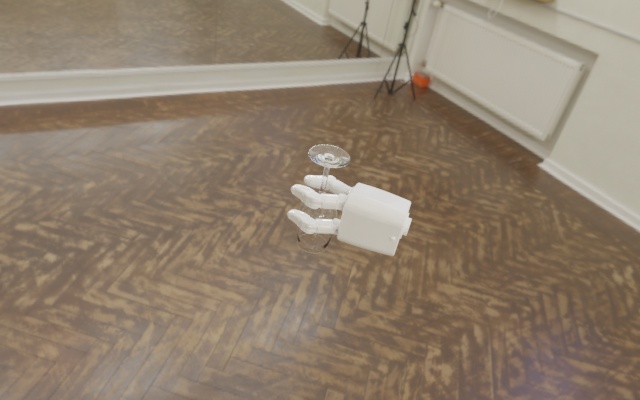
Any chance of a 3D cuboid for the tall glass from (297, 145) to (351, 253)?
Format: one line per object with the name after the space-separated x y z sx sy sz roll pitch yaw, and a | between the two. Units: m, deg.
0.000 0.002 0.877 0.079 0.201 0.079 8 35 -5 | tall glass
